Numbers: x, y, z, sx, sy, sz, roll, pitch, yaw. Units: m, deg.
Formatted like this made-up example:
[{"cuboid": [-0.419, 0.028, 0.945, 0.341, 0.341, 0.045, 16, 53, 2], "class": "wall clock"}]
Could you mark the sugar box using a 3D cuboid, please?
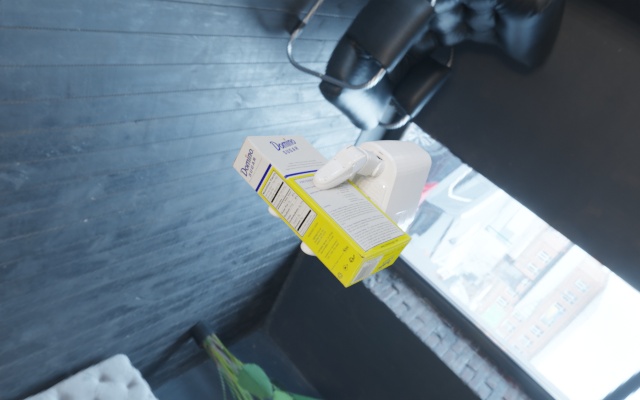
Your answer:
[{"cuboid": [0.000, 0.002, 0.488, 0.176, 0.048, 0.093, 43, 30, 24], "class": "sugar box"}]
